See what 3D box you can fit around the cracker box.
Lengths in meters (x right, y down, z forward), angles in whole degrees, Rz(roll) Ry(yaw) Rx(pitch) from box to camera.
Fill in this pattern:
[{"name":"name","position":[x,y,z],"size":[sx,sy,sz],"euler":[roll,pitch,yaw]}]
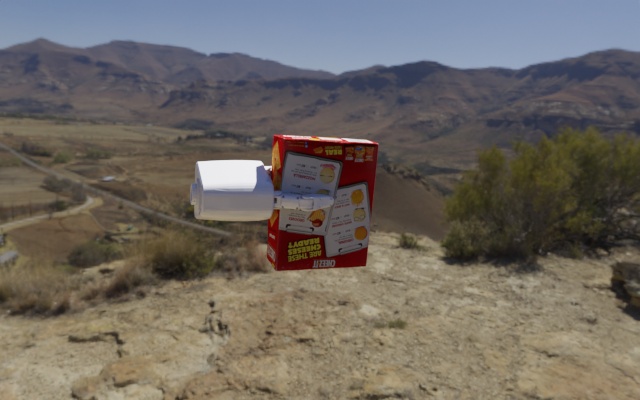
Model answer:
[{"name":"cracker box","position":[0.000,0.002,0.796],"size":[0.164,0.214,0.072],"euler":[0,13,-20]}]
